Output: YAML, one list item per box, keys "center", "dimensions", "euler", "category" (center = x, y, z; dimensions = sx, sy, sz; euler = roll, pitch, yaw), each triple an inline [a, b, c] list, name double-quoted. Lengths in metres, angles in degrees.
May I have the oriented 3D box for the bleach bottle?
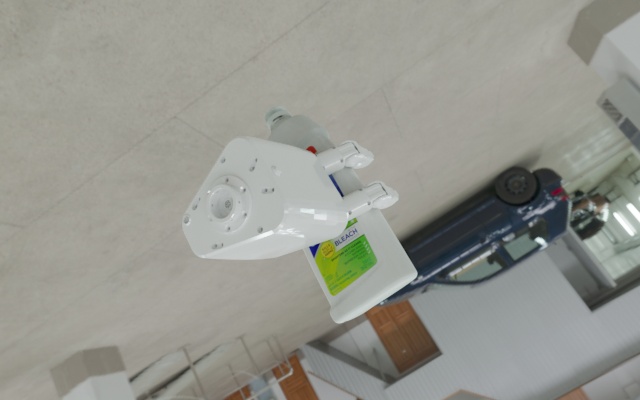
- center: [0.000, 0.002, 0.537]
  dimensions: [0.102, 0.250, 0.068]
  euler: [-39, -20, 21]
  category: "bleach bottle"
